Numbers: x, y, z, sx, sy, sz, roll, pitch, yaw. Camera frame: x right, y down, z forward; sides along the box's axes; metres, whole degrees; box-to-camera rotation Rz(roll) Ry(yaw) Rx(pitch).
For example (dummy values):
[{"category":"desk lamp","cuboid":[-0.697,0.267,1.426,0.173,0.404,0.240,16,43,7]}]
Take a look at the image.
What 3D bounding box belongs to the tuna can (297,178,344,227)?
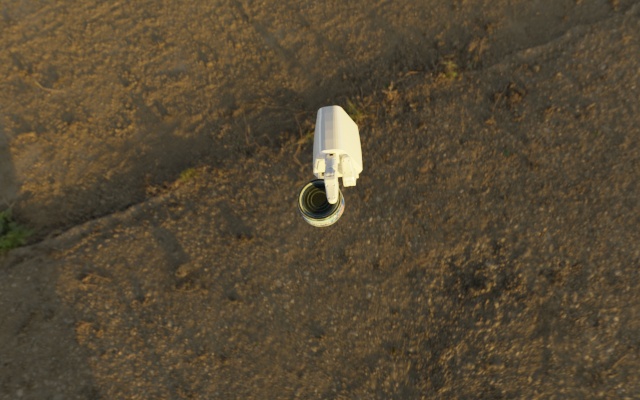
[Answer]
[{"category":"tuna can","cuboid":[0.000,0.003,0.888,0.086,0.086,0.034,0,-21,9]}]
